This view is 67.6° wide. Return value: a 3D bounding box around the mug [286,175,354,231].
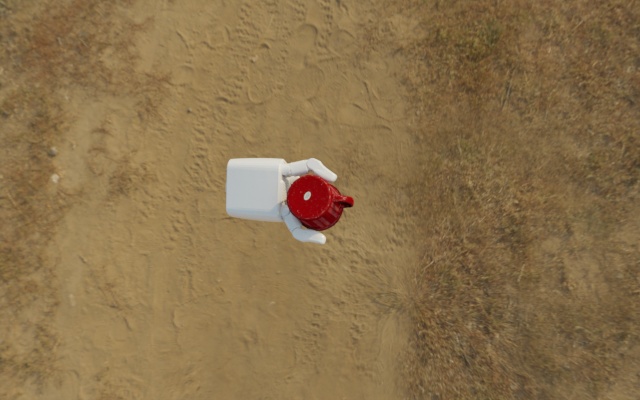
[{"bbox_3d":[0.001,0.003,0.839,0.117,0.093,0.081,2,-11,14],"label":"mug"}]
